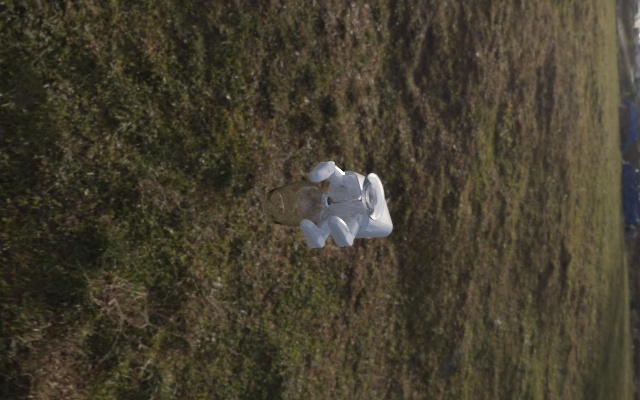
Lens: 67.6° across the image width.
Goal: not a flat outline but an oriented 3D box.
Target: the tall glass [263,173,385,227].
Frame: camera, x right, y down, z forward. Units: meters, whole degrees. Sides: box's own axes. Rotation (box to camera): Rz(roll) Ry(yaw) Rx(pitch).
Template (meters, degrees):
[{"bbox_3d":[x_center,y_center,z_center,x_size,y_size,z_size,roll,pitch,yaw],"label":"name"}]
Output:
[{"bbox_3d":[0.001,0.002,0.792,0.201,0.079,0.079,-6,-3,33],"label":"tall glass"}]
